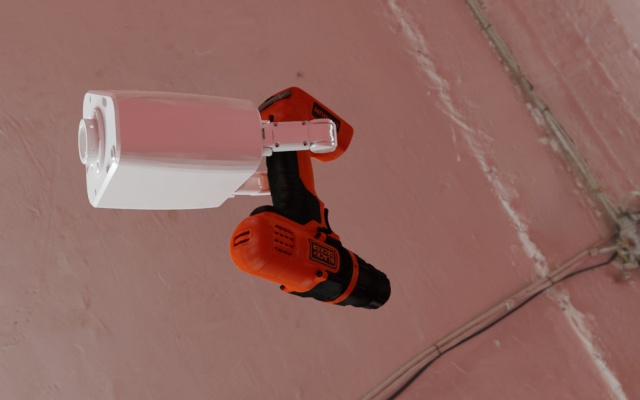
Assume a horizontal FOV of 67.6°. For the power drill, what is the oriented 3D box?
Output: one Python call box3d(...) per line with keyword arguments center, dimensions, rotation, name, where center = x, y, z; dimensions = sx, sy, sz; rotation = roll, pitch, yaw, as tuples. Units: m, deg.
box3d(center=(0.000, 0.001, 0.447), dimensions=(0.057, 0.187, 0.184), rotation=(-25, -36, 32), name="power drill")
